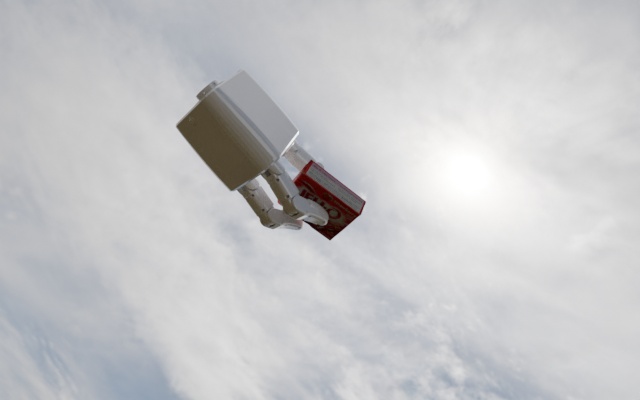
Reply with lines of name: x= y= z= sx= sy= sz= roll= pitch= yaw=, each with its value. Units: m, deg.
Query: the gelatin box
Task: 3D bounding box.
gelatin box: x=0.001 y=0.002 z=0.599 sx=0.089 sy=0.030 sz=0.073 roll=36 pitch=-43 yaw=-8
